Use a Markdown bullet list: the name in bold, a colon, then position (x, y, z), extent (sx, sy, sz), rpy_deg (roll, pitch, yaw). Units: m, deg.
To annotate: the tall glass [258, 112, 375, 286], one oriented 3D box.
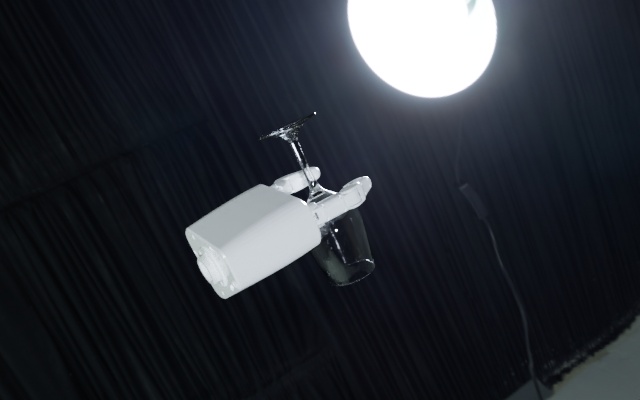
- **tall glass**: position (0.000, 0.001, 0.575), extent (0.079, 0.201, 0.079), rpy_deg (-23, 12, 5)
